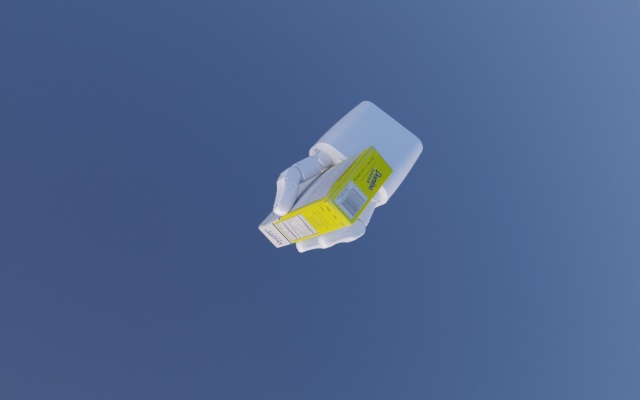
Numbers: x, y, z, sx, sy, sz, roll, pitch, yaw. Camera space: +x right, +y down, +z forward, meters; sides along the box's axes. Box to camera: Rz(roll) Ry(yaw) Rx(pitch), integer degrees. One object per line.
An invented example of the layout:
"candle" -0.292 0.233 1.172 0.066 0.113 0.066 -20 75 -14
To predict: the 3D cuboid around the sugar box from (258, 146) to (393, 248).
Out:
"sugar box" 0.001 0.002 0.577 0.093 0.048 0.176 -49 11 -30
